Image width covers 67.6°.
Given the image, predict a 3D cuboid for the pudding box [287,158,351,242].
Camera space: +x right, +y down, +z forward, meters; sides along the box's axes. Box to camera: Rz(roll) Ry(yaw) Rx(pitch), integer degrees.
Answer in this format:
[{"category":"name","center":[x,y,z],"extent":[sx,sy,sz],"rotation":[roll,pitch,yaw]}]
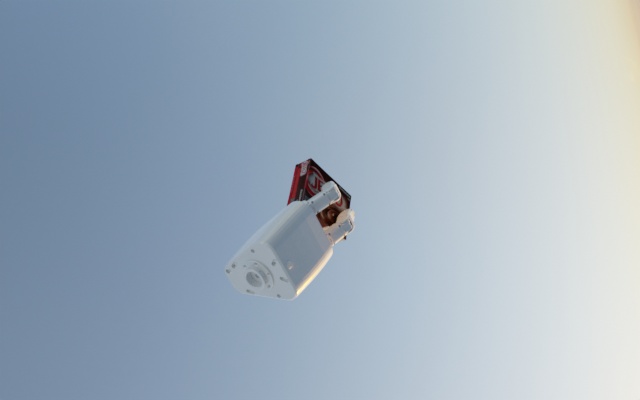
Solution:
[{"category":"pudding box","center":[0.000,0.003,0.752],"extent":[0.039,0.090,0.113],"rotation":[-17,-44,33]}]
